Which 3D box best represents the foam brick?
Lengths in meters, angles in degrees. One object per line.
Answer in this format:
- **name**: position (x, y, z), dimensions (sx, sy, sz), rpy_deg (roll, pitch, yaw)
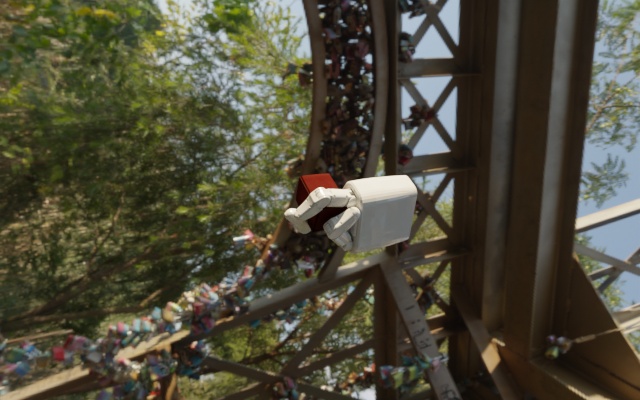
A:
- **foam brick**: position (0.000, 0.002, 0.753), dimensions (0.051, 0.053, 0.078), rpy_deg (-9, 48, -24)
